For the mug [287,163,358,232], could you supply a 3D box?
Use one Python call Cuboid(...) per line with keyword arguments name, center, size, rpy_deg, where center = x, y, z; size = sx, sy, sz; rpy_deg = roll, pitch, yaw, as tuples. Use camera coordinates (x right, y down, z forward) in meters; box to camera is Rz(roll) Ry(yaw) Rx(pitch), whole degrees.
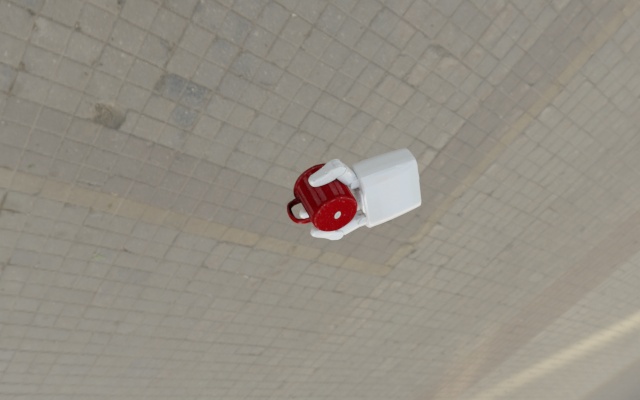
Cuboid(name="mug", center=(-0.001, 0.003, 0.804), size=(0.117, 0.093, 0.081), rpy_deg=(-22, 48, -9))
